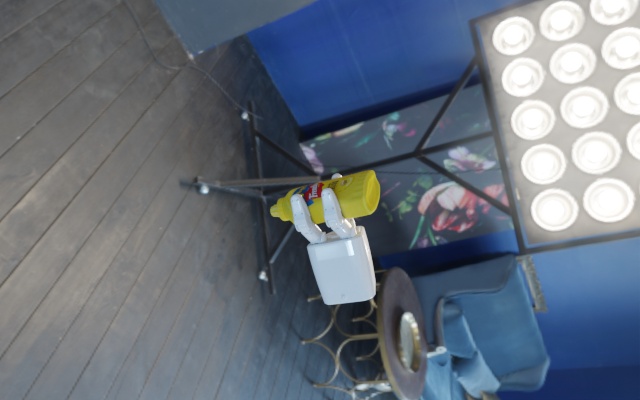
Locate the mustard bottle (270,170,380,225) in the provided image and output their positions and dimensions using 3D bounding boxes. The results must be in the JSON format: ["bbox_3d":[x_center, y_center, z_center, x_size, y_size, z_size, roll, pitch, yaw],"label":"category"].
[{"bbox_3d":[0.000,0.002,0.807,0.191,0.058,0.096,-12,30,25],"label":"mustard bottle"}]
